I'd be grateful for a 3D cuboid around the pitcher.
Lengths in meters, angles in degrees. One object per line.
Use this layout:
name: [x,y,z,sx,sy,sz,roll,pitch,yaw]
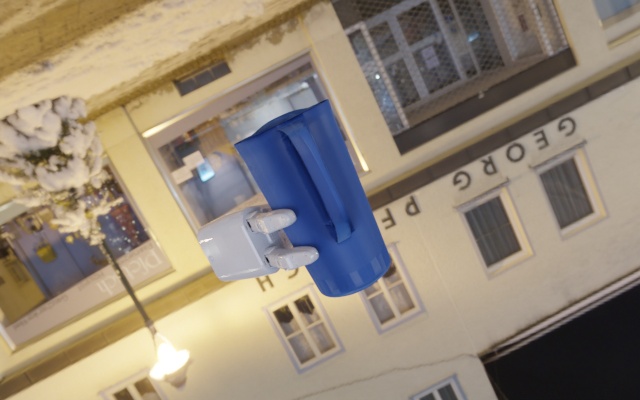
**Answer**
pitcher: [0.000,0.002,0.619,0.145,0.243,0.149,-18,14,36]
